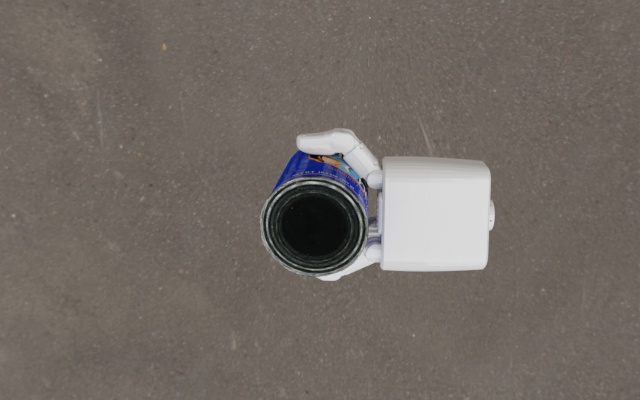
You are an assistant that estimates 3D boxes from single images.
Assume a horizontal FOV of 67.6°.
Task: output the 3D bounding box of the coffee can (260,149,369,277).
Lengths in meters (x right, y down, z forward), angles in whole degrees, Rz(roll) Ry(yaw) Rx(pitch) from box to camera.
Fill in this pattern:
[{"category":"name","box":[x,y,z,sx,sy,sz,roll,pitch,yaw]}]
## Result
[{"category":"coffee can","box":[0.000,0.002,0.507,0.103,0.103,0.140,0,21,6]}]
